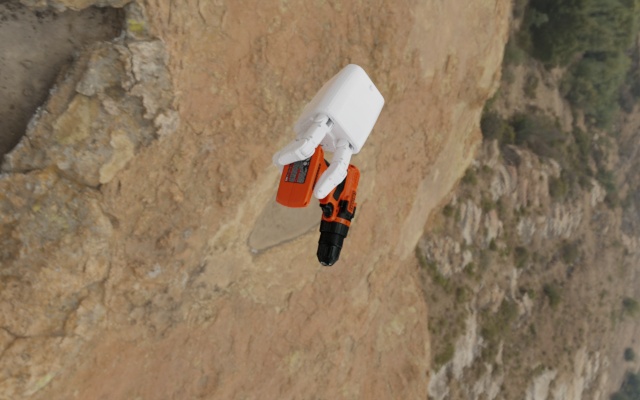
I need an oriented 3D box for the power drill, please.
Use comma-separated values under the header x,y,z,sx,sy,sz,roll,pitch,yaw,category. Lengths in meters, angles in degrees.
x,y,z,sx,sy,sz,roll,pitch,yaw,category
0.000,0.002,0.774,0.057,0.184,0.188,5,-16,26,power drill
